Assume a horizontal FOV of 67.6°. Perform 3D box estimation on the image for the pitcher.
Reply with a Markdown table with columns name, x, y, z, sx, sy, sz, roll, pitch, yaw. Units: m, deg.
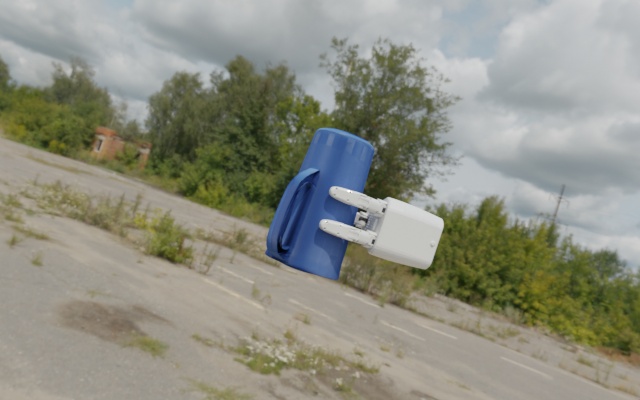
| name | x | y | z | sx | sy | sz | roll | pitch | yaw |
| --- | --- | --- | --- | --- | --- | --- | --- | --- | --- |
| pitcher | 0.000 | 0.003 | 0.810 | 0.145 | 0.243 | 0.149 | 19 | -3 | -10 |
